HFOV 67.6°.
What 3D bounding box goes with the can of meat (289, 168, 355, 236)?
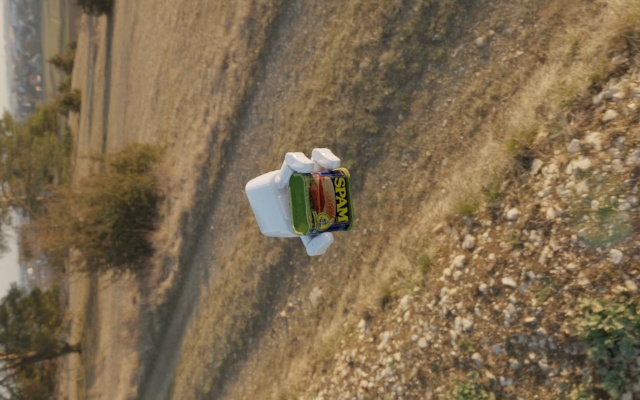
[{"bbox_3d":[0.000,0.003,0.744,0.084,0.102,0.057,-5,0,-33],"label":"can of meat"}]
